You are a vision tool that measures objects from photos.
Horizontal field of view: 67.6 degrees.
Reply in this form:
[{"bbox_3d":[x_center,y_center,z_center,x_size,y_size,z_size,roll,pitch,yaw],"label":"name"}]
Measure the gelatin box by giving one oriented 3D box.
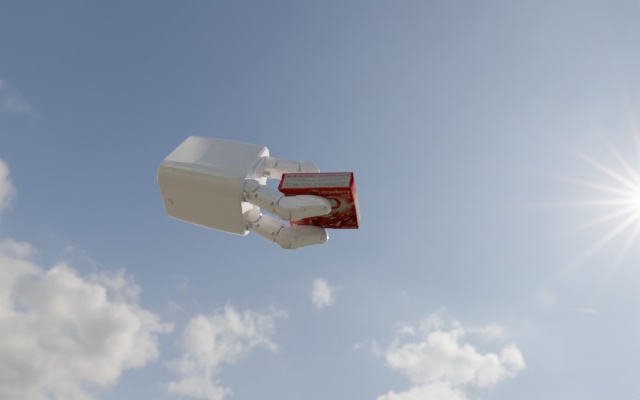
[{"bbox_3d":[0.000,0.002,0.577,0.089,0.030,0.073,-1,-44,13],"label":"gelatin box"}]
